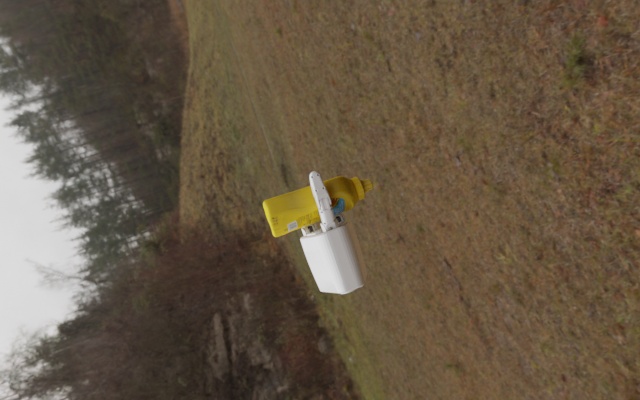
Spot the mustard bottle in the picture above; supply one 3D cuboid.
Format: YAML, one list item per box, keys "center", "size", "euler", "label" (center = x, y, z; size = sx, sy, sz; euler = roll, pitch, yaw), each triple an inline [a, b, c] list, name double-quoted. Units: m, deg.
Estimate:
- center: [0.000, 0.002, 0.826]
  size: [0.191, 0.058, 0.096]
  euler: [-19, -24, -8]
  label: "mustard bottle"
